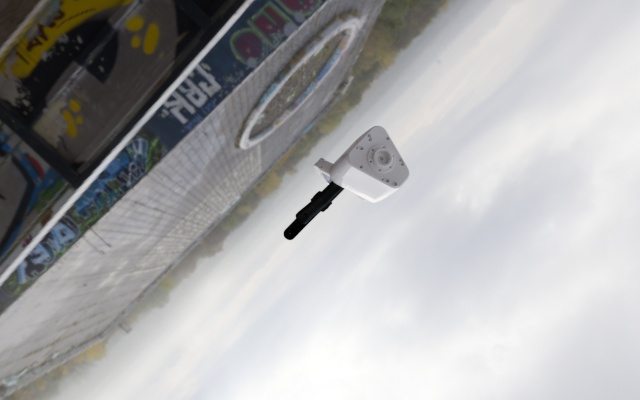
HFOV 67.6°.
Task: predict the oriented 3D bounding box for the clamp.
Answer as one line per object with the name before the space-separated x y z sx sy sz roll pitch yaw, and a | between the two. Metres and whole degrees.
clamp | 0.001 0.003 0.891 0.171 0.039 0.120 -46 3 -17
